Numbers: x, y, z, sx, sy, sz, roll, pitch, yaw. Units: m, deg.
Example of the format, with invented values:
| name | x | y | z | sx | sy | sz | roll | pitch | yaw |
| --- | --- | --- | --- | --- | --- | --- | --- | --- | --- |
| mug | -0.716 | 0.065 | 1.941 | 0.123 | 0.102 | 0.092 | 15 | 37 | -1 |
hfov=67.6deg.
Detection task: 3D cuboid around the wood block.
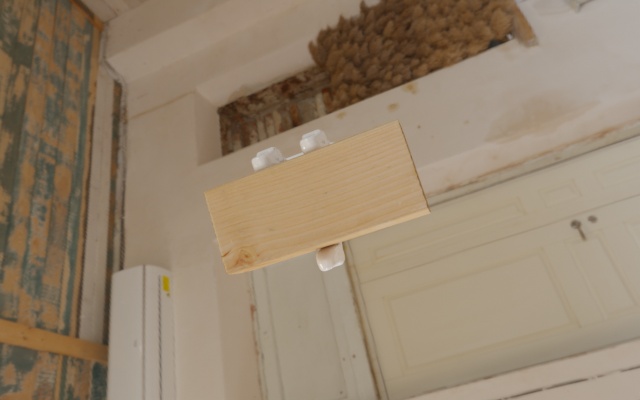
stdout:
| name | x | y | z | sx | sy | sz | roll | pitch | yaw |
| --- | --- | --- | --- | --- | --- | --- | --- | --- | --- |
| wood block | 0.000 | 0.002 | 0.496 | 0.206 | 0.091 | 0.090 | -20 | -8 | 12 |
